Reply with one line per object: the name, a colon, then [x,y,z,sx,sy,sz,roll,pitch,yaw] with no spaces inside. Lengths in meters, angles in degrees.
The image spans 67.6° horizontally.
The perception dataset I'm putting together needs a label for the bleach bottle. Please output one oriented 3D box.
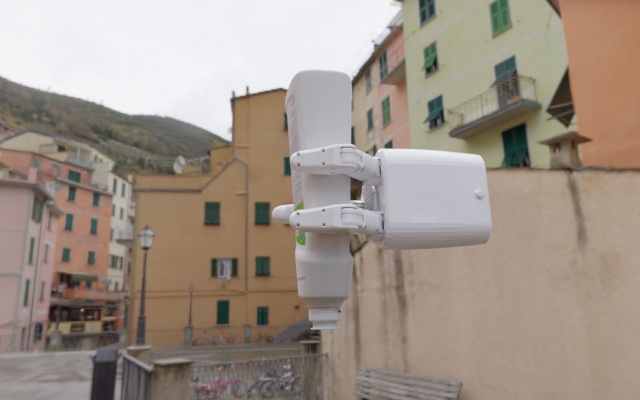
bleach bottle: [0.000,0.002,0.487,0.068,0.250,0.102,0,-13,-8]
